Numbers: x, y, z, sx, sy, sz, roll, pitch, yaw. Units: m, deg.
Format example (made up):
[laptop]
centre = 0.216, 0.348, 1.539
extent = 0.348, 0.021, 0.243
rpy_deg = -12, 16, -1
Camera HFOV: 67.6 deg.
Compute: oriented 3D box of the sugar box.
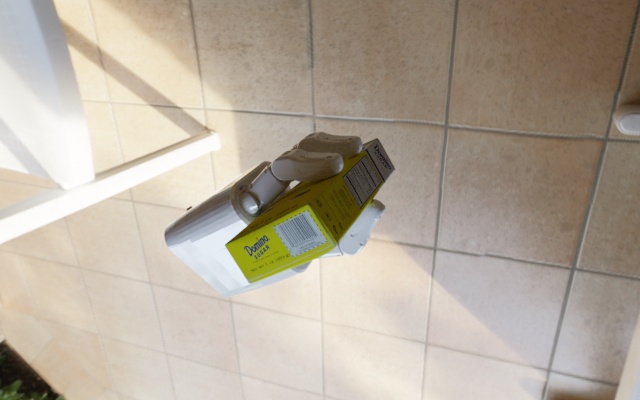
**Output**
[sugar box]
centre = 0.000, 0.001, 0.434
extent = 0.093, 0.048, 0.176
rpy_deg = -25, 13, 30
